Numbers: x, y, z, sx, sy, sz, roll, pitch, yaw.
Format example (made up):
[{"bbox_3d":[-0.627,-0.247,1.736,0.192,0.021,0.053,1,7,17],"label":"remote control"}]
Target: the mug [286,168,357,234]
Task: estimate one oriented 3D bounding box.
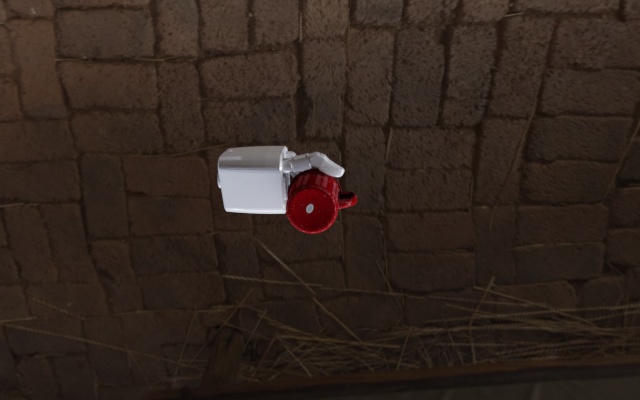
[{"bbox_3d":[0.002,0.003,0.769,0.117,0.093,0.081,-2,17,4],"label":"mug"}]
